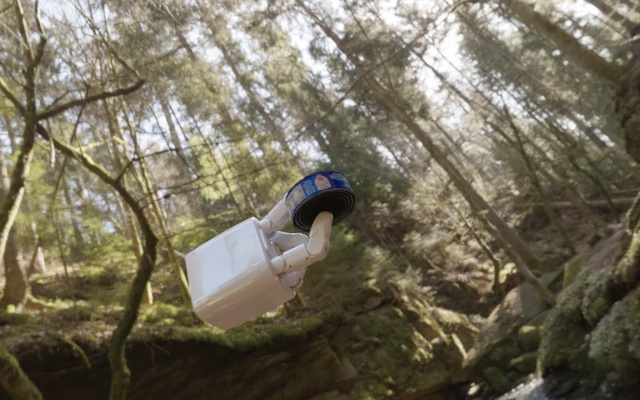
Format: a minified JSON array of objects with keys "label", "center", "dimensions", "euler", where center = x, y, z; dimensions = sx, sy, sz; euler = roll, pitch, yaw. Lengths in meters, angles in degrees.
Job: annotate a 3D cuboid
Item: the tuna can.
[{"label":"tuna can","center":[0.000,0.001,0.601],"dimensions":[0.086,0.033,0.086],"euler":[-17,-33,-11]}]
